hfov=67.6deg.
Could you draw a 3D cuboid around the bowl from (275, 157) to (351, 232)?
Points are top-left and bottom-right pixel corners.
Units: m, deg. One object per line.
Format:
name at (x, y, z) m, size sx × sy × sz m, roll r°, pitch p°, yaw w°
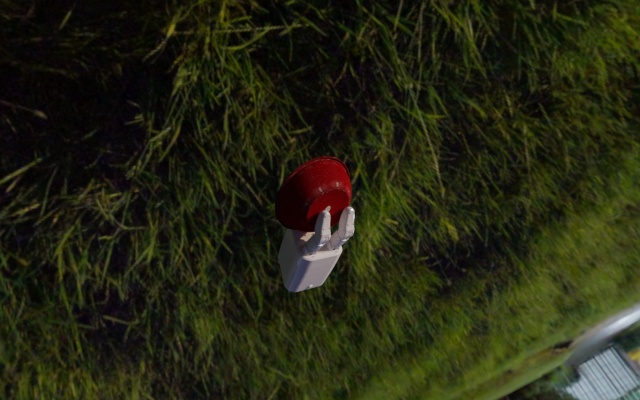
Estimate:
bowl at (0.000, 0.002, 0.864) m, size 0.162 × 0.162 × 0.055 m, roll 0°, pitch 33°, yaw -39°
